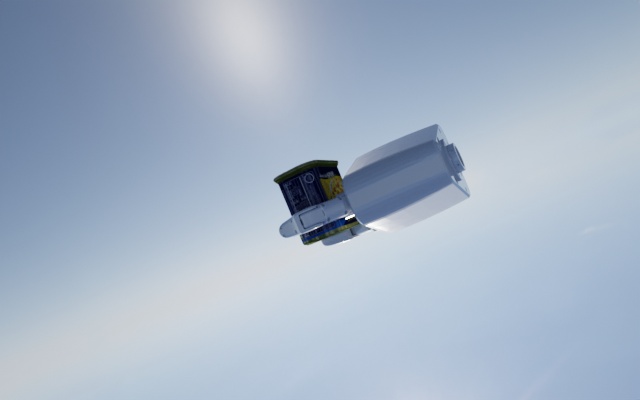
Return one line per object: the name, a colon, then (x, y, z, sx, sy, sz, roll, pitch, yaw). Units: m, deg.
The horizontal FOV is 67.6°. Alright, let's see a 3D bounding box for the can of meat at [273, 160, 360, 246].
can of meat: (0.000, 0.002, 0.559, 0.057, 0.084, 0.102, -25, -5, 21)
